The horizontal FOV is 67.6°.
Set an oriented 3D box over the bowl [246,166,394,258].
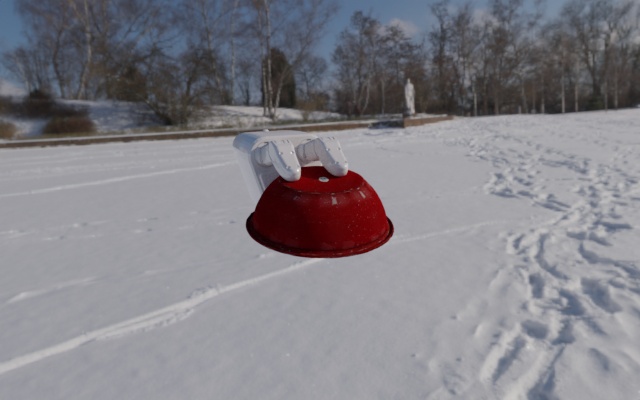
[{"bbox_3d":[0.001,0.002,0.514,0.162,0.055,0.162,2,21,-1],"label":"bowl"}]
